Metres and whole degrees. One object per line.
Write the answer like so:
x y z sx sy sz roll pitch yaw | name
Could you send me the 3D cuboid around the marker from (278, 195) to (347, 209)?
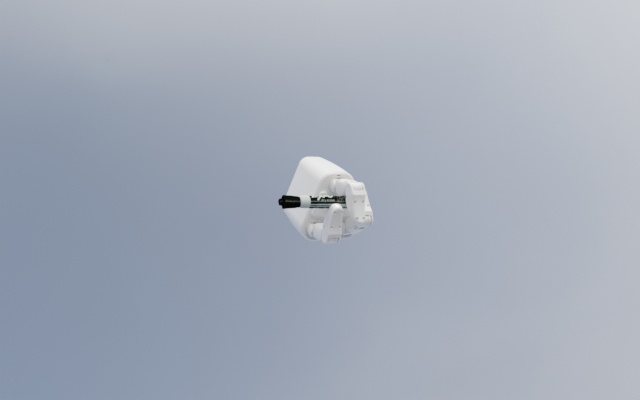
0.000 0.002 0.658 0.121 0.020 0.020 0 0 -24 | marker
